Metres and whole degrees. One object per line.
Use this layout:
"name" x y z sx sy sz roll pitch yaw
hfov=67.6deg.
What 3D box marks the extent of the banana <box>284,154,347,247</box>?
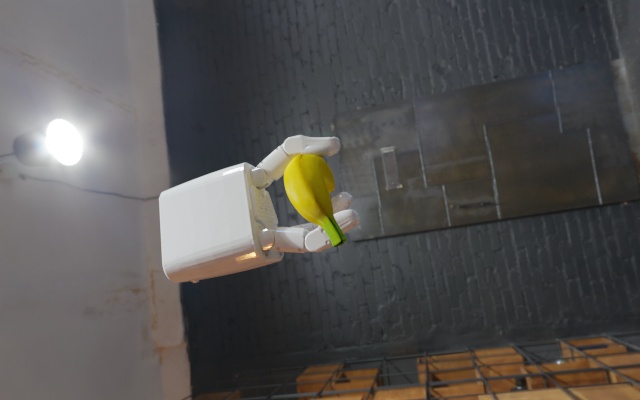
"banana" -0.008 -0.014 0.467 0.037 0.070 0.197 -23 14 7
